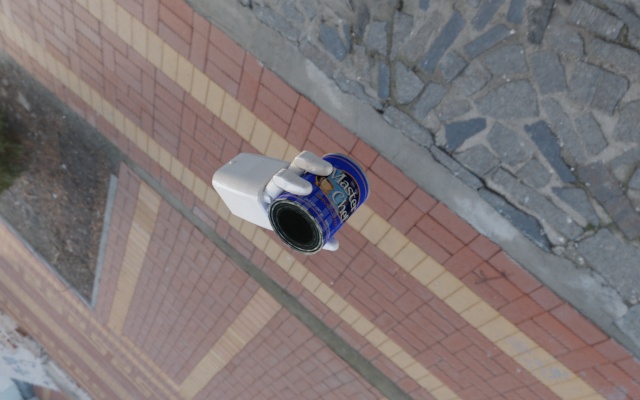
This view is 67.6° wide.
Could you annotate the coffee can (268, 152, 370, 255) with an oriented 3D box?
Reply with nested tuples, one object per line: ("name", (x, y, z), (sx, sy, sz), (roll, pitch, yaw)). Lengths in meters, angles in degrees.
("coffee can", (0.000, 0.002, 0.751), (0.103, 0.103, 0.140), (0, 33, 41))
